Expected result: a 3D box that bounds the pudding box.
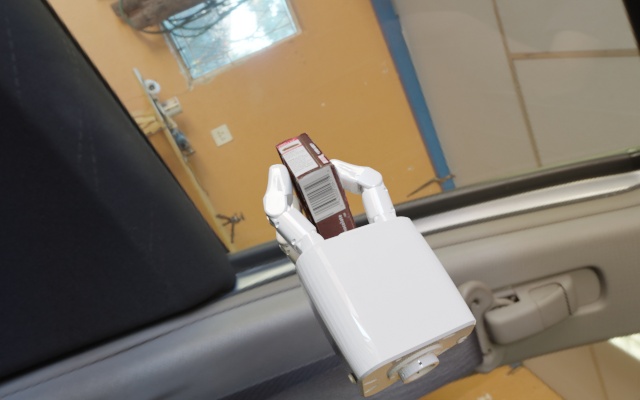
[{"bbox_3d":[0.000,0.001,0.463,0.039,0.114,0.090,-24,30,-7],"label":"pudding box"}]
